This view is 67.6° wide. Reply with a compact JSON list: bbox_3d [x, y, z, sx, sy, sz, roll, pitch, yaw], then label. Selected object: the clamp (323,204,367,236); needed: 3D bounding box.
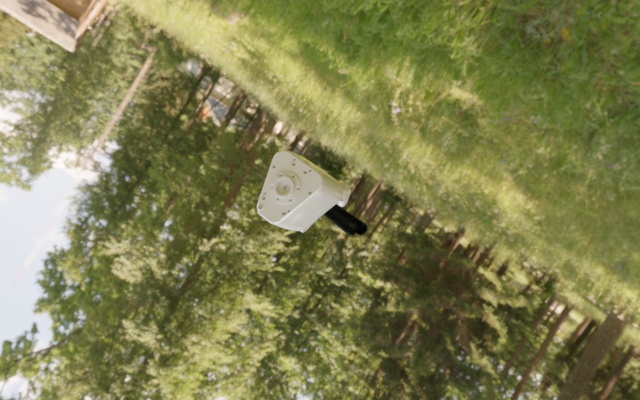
[{"bbox_3d":[-0.001,0.003,0.892,0.210,0.036,0.164,36,3,18],"label":"clamp"}]
